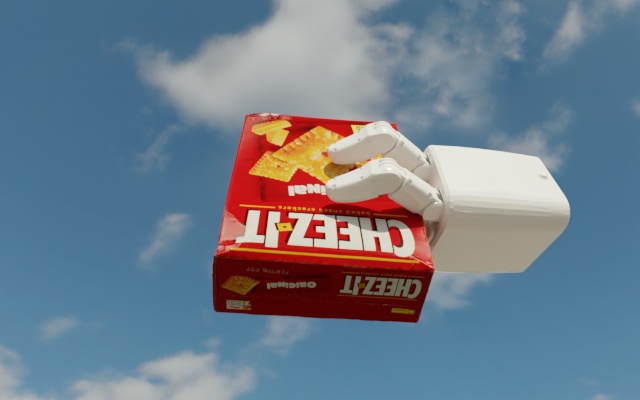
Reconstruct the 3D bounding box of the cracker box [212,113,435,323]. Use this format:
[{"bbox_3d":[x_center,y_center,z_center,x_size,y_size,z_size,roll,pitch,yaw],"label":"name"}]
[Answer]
[{"bbox_3d":[0.000,0.001,0.438,0.164,0.072,0.213,4,38,-4],"label":"cracker box"}]
